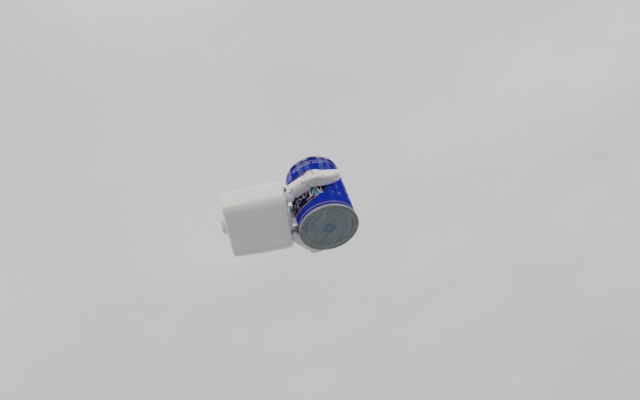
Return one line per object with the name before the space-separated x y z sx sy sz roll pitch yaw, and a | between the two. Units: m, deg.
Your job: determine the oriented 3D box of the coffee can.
coffee can | 0.000 0.003 0.851 0.103 0.103 0.140 0 40 -17
